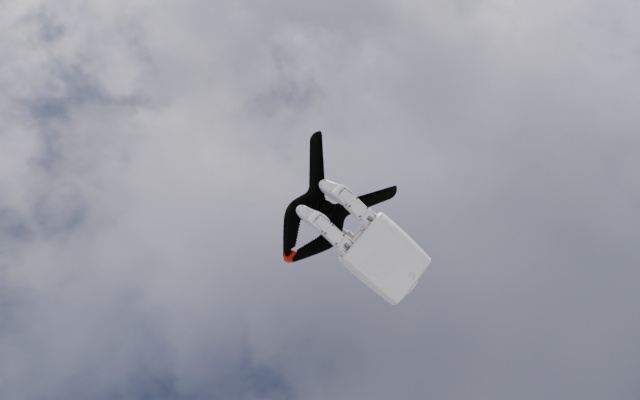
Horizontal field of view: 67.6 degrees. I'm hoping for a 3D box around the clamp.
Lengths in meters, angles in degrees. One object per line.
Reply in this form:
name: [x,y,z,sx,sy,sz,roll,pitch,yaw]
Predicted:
clamp: [0.000,0.003,0.750,0.164,0.210,0.036,42,-16,1]
